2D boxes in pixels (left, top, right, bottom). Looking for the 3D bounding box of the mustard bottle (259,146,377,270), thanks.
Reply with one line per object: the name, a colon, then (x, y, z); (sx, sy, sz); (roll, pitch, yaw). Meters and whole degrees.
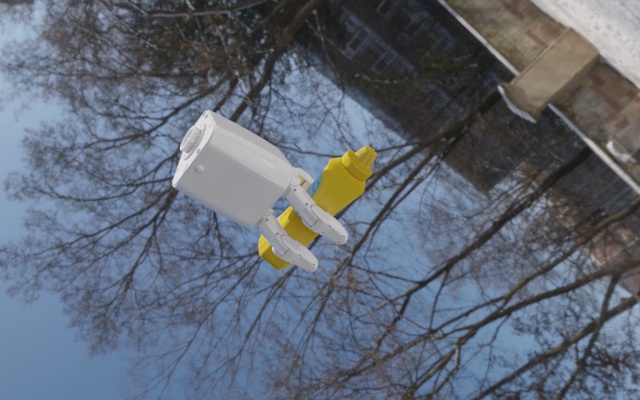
mustard bottle: (0.000, 0.002, 0.613); (0.058, 0.192, 0.096); (41, 24, -6)
